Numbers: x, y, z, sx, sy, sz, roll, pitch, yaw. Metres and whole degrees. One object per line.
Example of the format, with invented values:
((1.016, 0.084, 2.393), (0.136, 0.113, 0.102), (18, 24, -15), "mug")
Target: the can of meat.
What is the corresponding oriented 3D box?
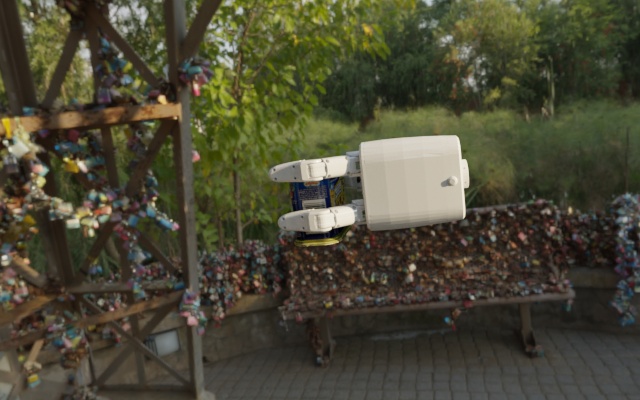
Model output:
((0.000, 0.002, 0.580), (0.057, 0.084, 0.102), (-5, 9, 14), "can of meat")
